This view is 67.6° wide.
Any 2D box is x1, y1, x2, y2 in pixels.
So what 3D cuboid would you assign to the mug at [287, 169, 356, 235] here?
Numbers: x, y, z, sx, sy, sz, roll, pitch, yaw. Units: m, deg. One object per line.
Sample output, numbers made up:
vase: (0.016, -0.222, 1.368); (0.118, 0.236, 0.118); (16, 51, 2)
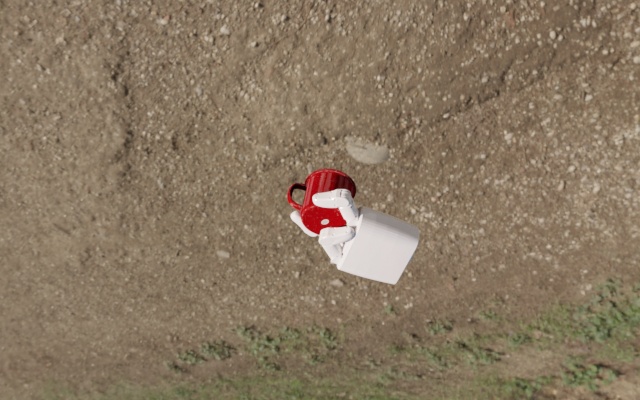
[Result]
mug: (-0.001, 0.002, 0.816); (0.117, 0.081, 0.093); (17, -44, -6)
